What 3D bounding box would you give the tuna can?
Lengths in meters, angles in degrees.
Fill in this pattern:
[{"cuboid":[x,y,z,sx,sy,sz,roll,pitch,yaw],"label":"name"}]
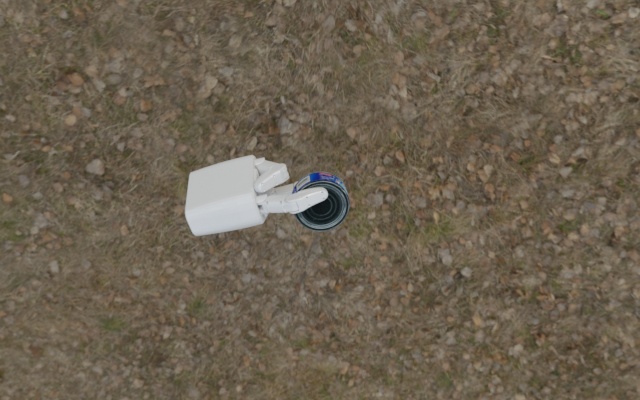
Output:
[{"cuboid":[0.000,0.003,0.710,0.086,0.086,0.033,0,26,-5],"label":"tuna can"}]
